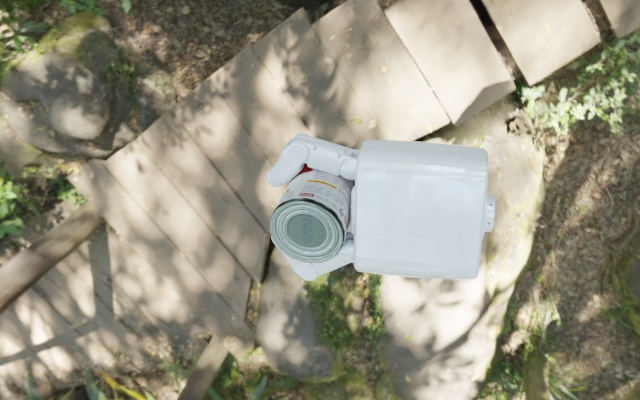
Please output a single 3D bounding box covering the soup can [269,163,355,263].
[{"bbox_3d":[0.000,0.001,0.441,0.068,0.068,0.102,0,32,17],"label":"soup can"}]
